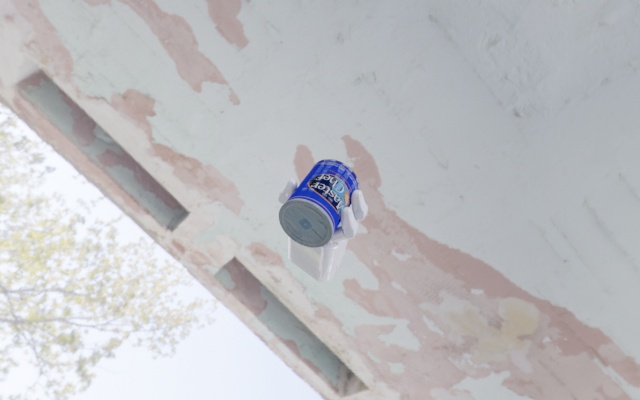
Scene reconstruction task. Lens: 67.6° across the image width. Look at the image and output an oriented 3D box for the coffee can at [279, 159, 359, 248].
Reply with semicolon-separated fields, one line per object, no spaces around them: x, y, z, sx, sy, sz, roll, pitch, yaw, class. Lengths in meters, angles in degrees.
0.000;0.003;0.874;0.103;0.103;0.140;0;34;28;coffee can
